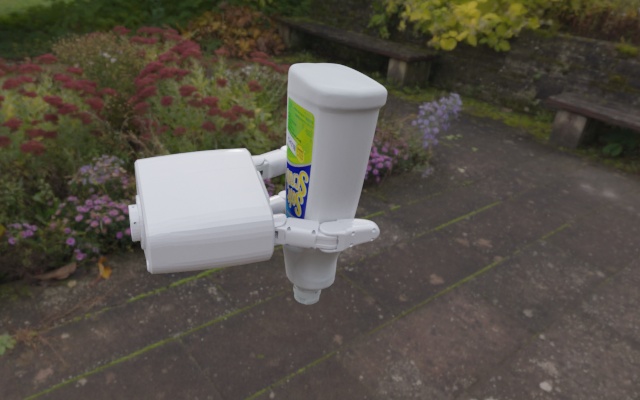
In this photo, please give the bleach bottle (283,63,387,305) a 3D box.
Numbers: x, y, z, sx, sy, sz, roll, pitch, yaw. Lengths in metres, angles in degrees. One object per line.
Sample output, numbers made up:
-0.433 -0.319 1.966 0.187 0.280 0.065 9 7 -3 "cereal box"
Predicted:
0.000 0.001 0.471 0.068 0.251 0.102 -7 31 -23 "bleach bottle"
